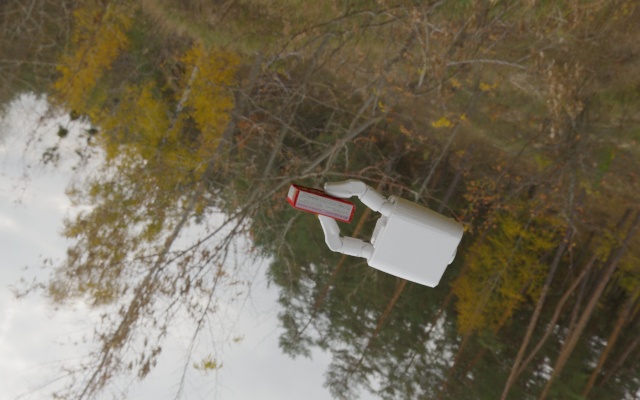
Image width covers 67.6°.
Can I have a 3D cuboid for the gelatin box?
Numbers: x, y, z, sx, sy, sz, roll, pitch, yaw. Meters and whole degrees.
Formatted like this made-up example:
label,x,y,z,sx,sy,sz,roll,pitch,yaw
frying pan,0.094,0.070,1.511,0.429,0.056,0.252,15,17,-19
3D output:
label,x,y,z,sx,sy,sz,roll,pitch,yaw
gelatin box,0.000,0.003,0.702,0.089,0.030,0.073,15,6,-13
